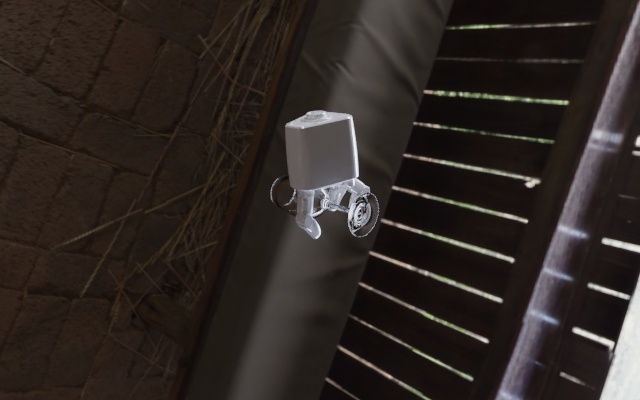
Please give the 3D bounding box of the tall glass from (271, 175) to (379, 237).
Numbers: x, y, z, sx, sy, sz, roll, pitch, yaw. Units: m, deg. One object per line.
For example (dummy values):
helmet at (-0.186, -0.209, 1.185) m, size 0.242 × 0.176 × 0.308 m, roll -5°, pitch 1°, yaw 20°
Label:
tall glass at (0.001, 0.003, 0.837) m, size 0.201 × 0.079 × 0.079 m, roll 16°, pitch 11°, yaw 43°
